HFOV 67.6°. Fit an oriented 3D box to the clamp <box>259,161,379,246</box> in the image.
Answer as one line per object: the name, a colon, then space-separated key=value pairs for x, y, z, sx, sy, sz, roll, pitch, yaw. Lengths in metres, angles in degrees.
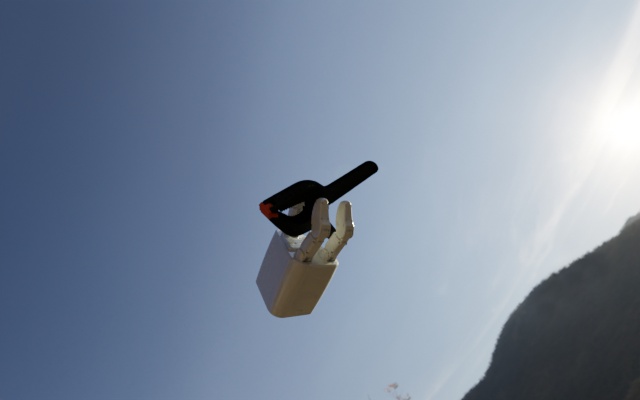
clamp: x=-0.001 y=0.002 z=0.748 sx=0.210 sy=0.164 sz=0.036 roll=6 pitch=26 yaw=-46
